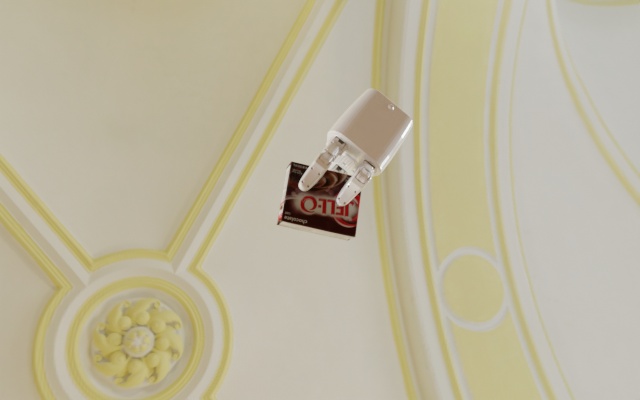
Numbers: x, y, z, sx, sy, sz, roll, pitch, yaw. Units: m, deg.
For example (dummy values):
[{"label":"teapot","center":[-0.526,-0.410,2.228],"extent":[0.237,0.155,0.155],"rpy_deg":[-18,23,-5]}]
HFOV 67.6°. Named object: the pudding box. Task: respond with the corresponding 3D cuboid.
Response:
[{"label":"pudding box","center":[0.000,0.002,0.688],"extent":[0.113,0.090,0.039],"rpy_deg":[12,-18,-11]}]
